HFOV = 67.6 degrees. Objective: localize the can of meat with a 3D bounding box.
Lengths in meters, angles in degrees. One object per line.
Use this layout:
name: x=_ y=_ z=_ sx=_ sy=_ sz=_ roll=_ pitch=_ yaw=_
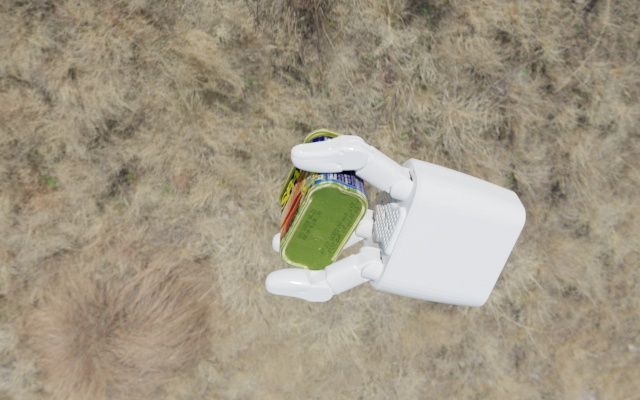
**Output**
can of meat: x=0.000 y=0.002 z=0.432 sx=0.057 sy=0.102 sz=0.084 roll=18 pitch=35 yaw=-16
